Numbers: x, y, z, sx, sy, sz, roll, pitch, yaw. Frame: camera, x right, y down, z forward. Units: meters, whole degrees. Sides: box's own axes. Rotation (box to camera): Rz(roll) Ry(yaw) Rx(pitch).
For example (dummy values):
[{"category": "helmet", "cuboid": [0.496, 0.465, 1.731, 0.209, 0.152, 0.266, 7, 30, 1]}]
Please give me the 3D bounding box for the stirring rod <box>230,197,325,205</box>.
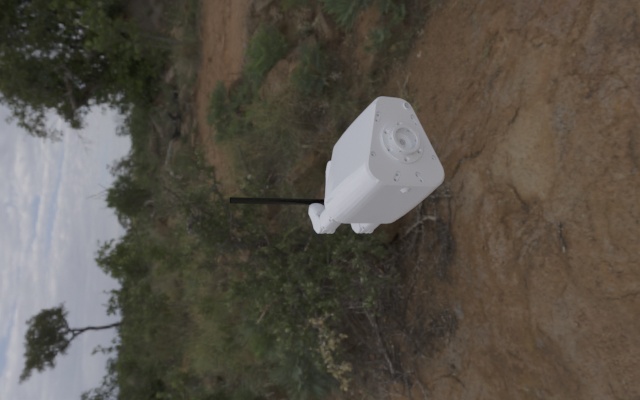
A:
[{"category": "stirring rod", "cuboid": [0.000, 0.002, 0.636, 0.239, 0.011, 0.011, 1, -1, -22]}]
